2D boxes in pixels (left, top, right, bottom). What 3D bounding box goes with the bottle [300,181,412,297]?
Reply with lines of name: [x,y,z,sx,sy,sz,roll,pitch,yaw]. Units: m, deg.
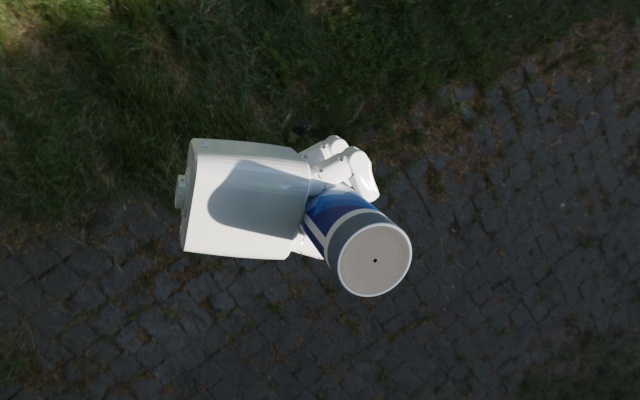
bottle: [0.000,0.002,0.518,0.069,0.069,0.295,0,19,-19]
